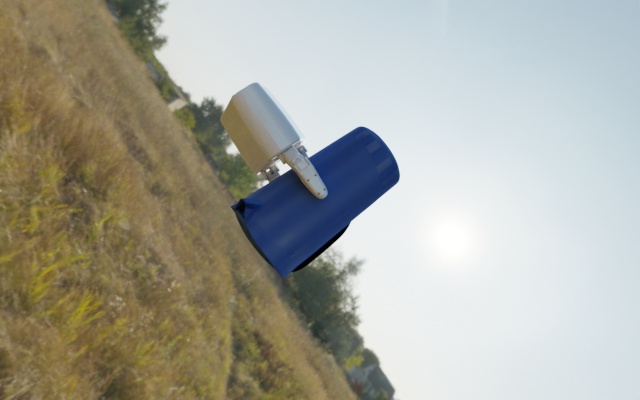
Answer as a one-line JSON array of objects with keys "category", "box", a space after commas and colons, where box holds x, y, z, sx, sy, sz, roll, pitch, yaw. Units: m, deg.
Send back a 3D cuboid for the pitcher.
[{"category": "pitcher", "box": [0.000, 0.002, 0.730, 0.243, 0.145, 0.149, -36, 1, -8]}]
